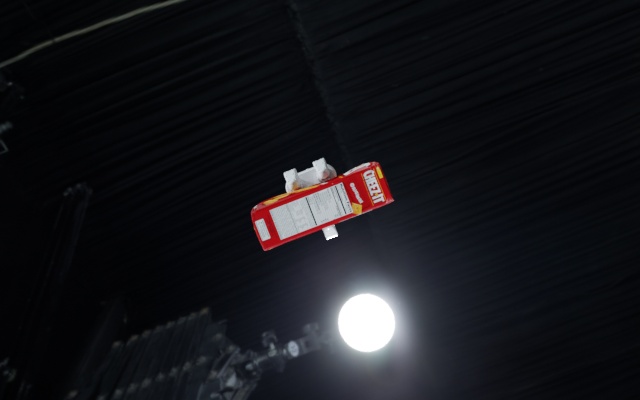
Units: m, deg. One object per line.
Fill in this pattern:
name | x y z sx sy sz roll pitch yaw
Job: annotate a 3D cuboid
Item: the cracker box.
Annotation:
cracker box | 0.000 0.003 0.795 0.214 0.072 0.164 -21 4 1
